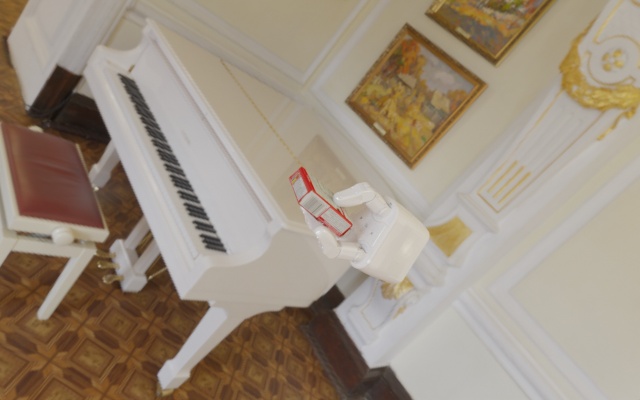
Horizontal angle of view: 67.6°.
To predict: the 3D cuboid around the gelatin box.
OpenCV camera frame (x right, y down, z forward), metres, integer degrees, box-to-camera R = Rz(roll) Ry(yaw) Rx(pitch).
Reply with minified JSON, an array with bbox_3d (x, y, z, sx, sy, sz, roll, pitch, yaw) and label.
[{"bbox_3d":[0.000,0.002,0.667,0.089,0.030,0.073,41,14,-30],"label":"gelatin box"}]
